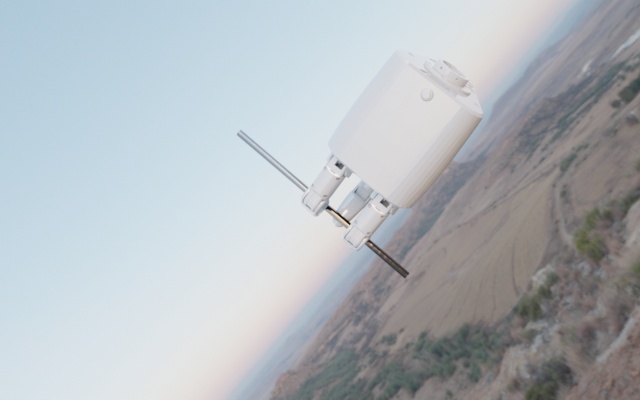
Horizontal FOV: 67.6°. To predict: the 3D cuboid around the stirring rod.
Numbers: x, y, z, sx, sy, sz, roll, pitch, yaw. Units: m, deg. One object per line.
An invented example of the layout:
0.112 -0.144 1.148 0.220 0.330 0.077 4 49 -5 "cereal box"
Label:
0.000 0.002 0.516 0.239 0.011 0.011 40 6 8 "stirring rod"
